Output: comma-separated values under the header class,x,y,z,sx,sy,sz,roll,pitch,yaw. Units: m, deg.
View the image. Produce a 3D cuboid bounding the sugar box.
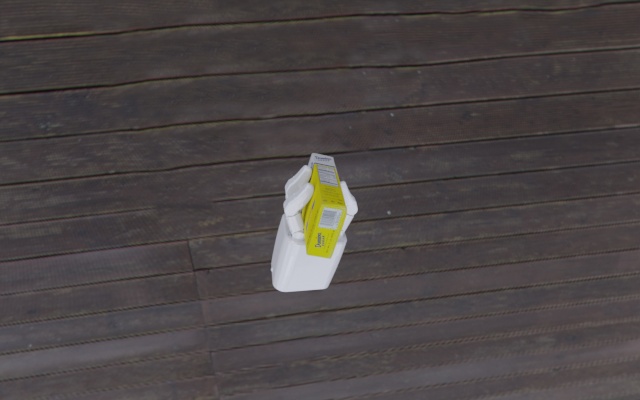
class,x,y,z,sx,sy,sz,roll,pitch,yaw
sugar box,0.000,0.003,0.765,0.048,0.093,0.176,10,28,-15
